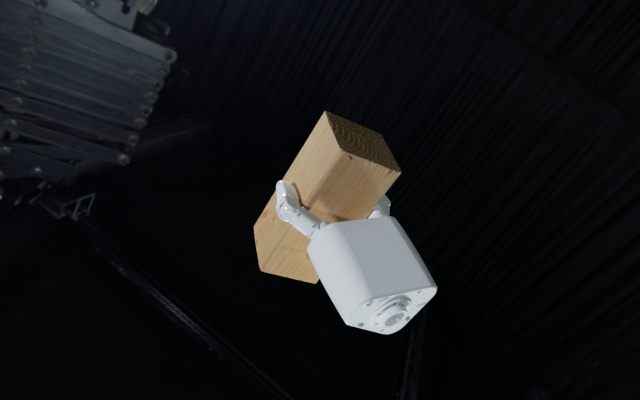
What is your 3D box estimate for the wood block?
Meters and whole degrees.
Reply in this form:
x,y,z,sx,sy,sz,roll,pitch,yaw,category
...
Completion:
x,y,z,sx,sy,sz,roll,pitch,yaw,category
0.000,0.002,0.623,0.091,0.206,0.090,18,33,-27,wood block
